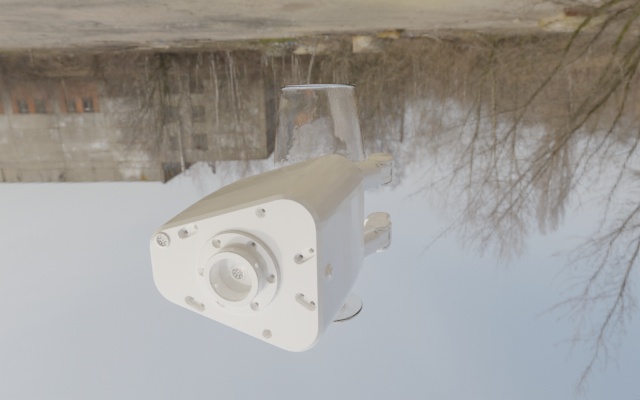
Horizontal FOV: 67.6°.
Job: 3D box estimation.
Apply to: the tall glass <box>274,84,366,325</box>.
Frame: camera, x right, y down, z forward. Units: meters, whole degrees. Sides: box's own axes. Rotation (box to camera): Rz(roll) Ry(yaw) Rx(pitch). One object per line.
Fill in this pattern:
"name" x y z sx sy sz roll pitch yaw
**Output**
"tall glass" 0.000 0.002 0.418 0.079 0.201 0.079 -1 15 0
